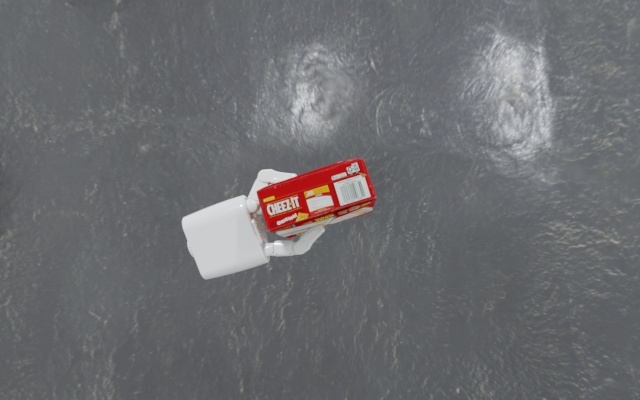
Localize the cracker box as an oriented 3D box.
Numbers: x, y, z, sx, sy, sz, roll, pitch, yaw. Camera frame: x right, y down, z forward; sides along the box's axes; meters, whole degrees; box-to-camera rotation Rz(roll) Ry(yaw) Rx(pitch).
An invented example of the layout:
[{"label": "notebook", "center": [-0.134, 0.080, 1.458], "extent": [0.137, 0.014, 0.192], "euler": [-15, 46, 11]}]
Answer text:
[{"label": "cracker box", "center": [0.000, 0.003, 0.779], "extent": [0.164, 0.072, 0.214], "euler": [-18, -7, 2]}]
